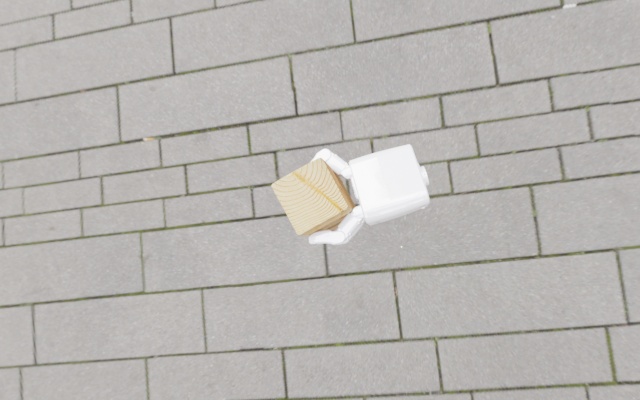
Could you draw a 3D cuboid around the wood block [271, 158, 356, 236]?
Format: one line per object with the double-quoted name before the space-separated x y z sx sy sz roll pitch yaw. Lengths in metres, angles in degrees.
"wood block" 0.000 0.002 0.810 0.090 0.091 0.206 -29 -9 6
